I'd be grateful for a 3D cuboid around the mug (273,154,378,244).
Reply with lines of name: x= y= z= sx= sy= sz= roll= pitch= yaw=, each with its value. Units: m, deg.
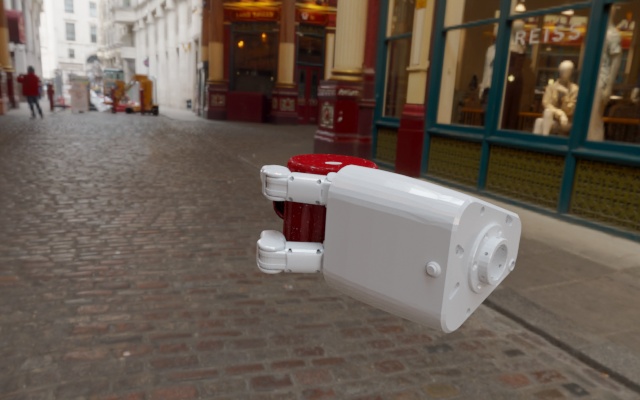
mug: x=-0.001 y=0.001 z=0.439 sx=0.117 sy=0.081 sz=0.093 roll=17 pitch=19 yaw=41
